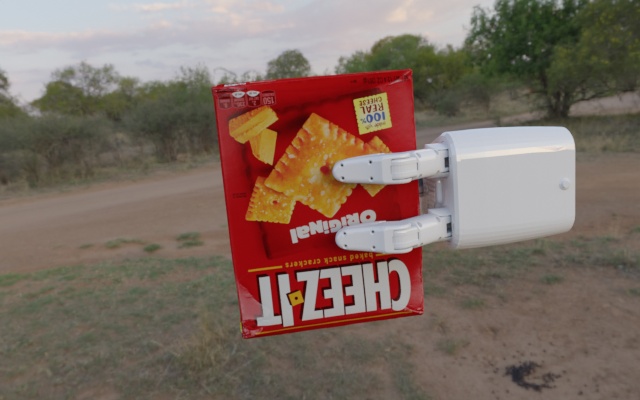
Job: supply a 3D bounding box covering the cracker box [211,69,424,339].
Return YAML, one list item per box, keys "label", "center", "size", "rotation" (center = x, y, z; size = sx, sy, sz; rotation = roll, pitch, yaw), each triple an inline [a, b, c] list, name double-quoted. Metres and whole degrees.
- label: "cracker box"
  center: [0.000, 0.001, 0.420]
  size: [0.164, 0.214, 0.072]
  rotation: [-6, 10, -6]
